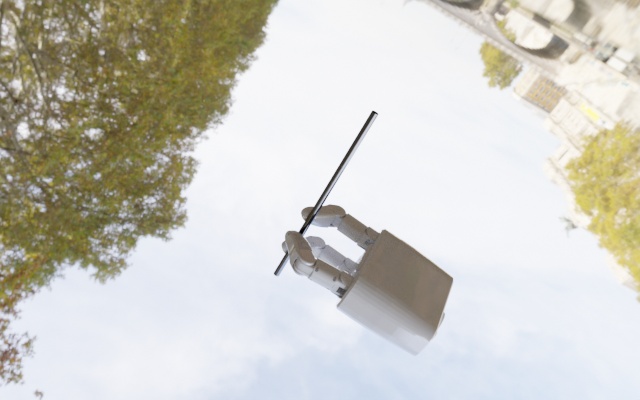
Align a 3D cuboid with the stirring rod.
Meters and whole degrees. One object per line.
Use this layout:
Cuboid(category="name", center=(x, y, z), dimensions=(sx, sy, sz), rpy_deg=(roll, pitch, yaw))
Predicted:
Cuboid(category="stirring rod", center=(0.000, 0.002, 0.537), dimensions=(0.011, 0.240, 0.011), rpy_deg=(23, 30, -14))
